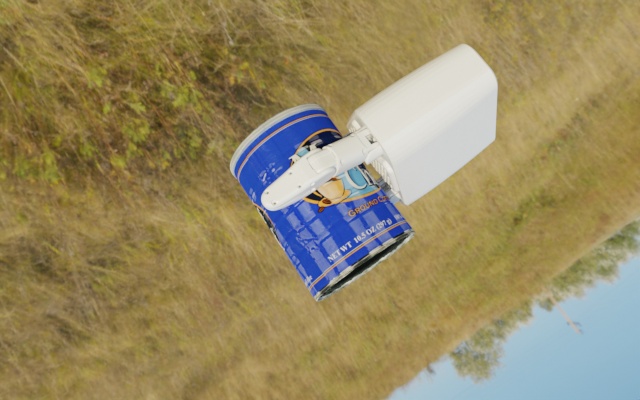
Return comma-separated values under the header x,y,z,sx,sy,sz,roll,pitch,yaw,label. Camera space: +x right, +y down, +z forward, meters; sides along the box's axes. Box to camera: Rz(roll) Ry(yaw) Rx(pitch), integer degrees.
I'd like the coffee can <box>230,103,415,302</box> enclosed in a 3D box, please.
x,y,z,sx,sy,sz,roll,pitch,yaw,label
0.000,0.001,0.421,0.103,0.140,0.103,-32,-14,-9,coffee can
